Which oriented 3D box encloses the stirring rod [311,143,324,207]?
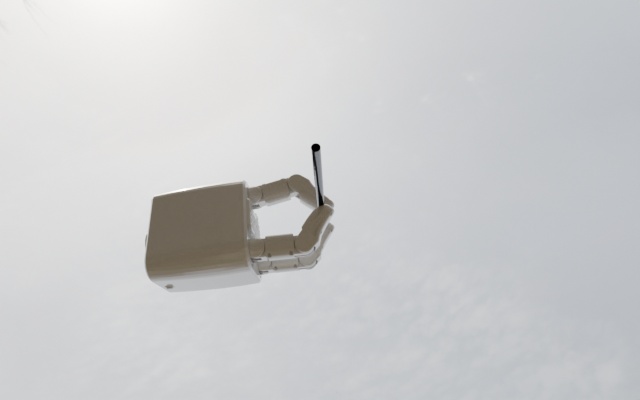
[{"bbox_3d":[0.000,0.002,0.500,0.011,0.011,0.240,0,-22,2],"label":"stirring rod"}]
